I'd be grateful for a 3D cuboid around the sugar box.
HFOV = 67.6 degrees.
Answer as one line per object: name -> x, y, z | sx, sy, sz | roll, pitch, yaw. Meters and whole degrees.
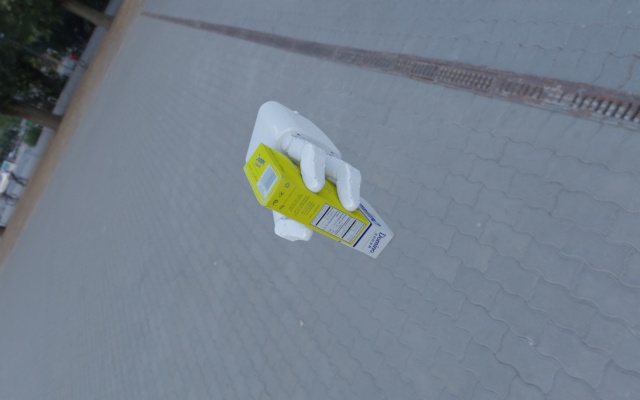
sugar box -> 0.000, 0.001, 0.571 | 0.176, 0.048, 0.093 | 24, 19, -33
